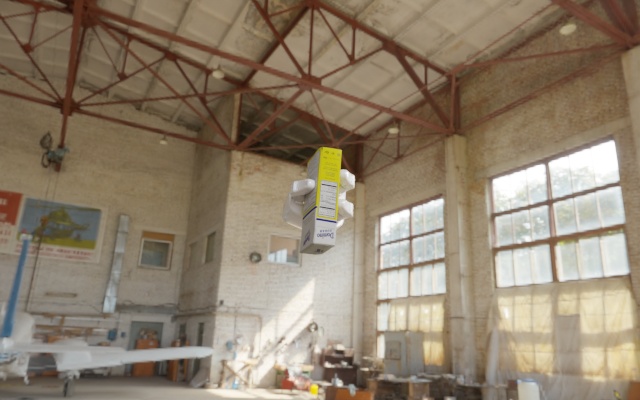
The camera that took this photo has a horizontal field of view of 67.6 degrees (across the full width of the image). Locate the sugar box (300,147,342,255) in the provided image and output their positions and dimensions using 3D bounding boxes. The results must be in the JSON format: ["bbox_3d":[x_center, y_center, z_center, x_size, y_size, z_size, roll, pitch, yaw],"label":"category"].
[{"bbox_3d":[0.001,0.003,0.850,0.048,0.176,0.093,7,-17,-15],"label":"sugar box"}]
